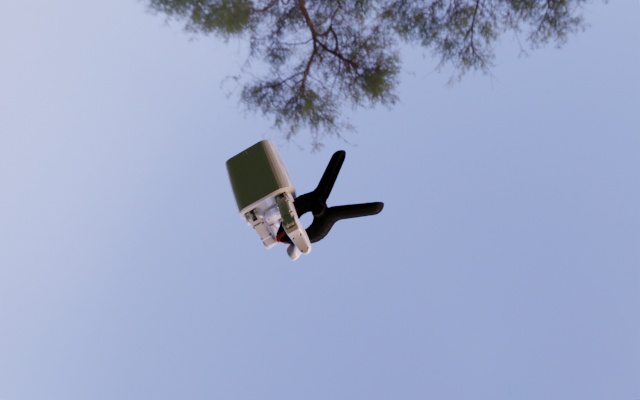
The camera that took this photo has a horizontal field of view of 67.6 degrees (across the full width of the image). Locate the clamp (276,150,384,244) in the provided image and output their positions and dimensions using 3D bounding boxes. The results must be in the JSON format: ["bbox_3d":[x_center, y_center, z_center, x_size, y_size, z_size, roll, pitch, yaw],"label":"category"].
[{"bbox_3d":[0.000,0.003,0.737,0.171,0.120,0.039,-28,-28,9],"label":"clamp"}]
